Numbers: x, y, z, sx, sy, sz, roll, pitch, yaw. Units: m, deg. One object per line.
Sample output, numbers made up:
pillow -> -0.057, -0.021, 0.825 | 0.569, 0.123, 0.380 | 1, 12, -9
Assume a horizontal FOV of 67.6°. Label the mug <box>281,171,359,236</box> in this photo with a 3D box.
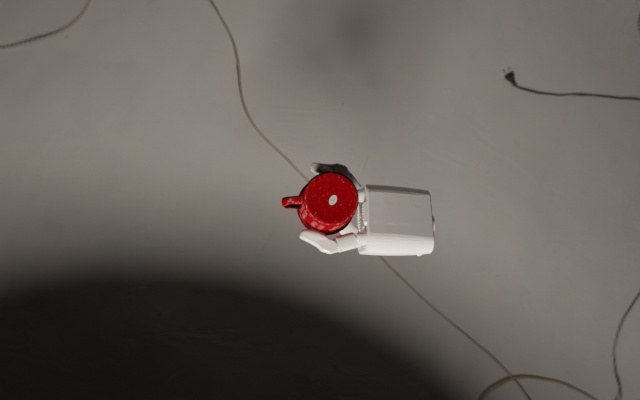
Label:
mug -> -0.001, 0.002, 0.717 | 0.117, 0.093, 0.081 | 3, -9, -5
